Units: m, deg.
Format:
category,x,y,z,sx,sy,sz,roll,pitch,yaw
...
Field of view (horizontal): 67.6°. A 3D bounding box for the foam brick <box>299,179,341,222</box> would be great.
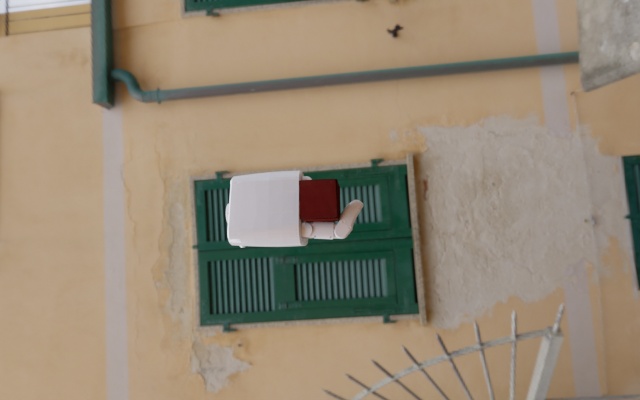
category,x,y,z,sx,sy,sz,roll,pitch,yaw
foam brick,0.000,0.002,0.652,0.051,0.053,0.078,-1,-6,5
